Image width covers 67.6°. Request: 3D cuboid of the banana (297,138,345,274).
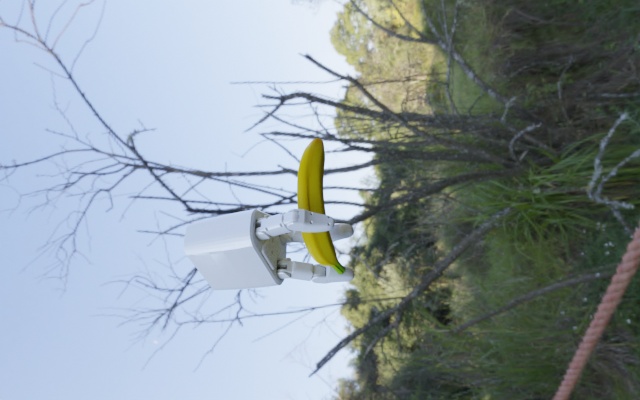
[{"bbox_3d":[-0.007,0.003,0.650,0.037,0.197,0.069,-12,-13,20],"label":"banana"}]
